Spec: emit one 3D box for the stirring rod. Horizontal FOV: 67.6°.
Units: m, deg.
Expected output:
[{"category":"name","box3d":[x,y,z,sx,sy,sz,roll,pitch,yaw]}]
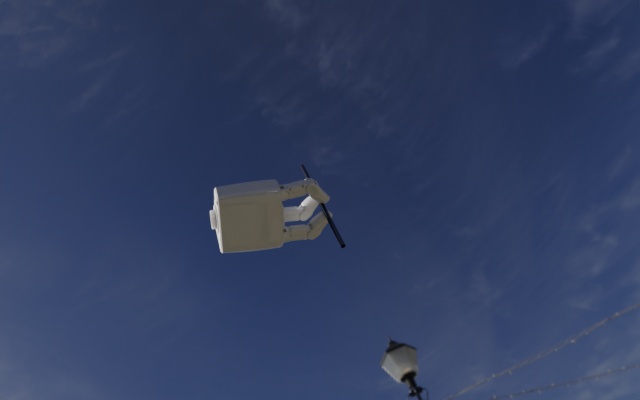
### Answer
[{"category":"stirring rod","box3d":[0.000,0.003,0.848,0.011,0.011,0.239,0,35,-22]}]
